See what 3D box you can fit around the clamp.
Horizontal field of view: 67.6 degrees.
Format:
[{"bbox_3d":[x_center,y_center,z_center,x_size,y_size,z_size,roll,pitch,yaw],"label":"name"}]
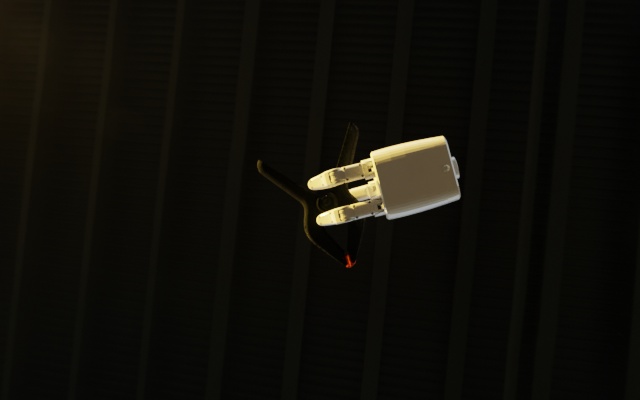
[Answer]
[{"bbox_3d":[0.001,0.003,0.724,0.164,0.210,0.036,-15,-4,9],"label":"clamp"}]
